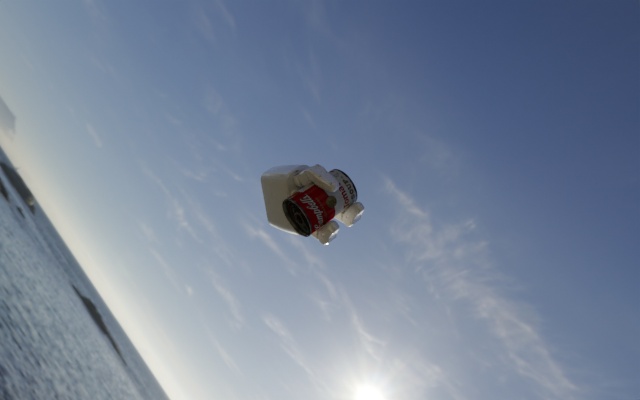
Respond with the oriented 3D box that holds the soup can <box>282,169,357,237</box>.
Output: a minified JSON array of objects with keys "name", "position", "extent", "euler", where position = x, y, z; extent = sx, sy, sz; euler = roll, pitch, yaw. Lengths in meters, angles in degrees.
[{"name":"soup can","position":[0.001,0.002,0.755],"extent":[0.102,0.068,0.068],"euler":[-34,16,-26]}]
